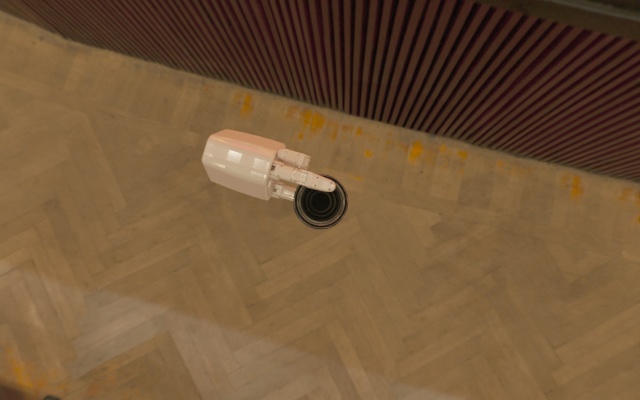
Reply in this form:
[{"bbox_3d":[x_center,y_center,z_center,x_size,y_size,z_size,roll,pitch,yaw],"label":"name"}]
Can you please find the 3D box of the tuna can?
[{"bbox_3d":[0.000,0.002,0.742,0.086,0.086,0.034,0,-3,-2],"label":"tuna can"}]
